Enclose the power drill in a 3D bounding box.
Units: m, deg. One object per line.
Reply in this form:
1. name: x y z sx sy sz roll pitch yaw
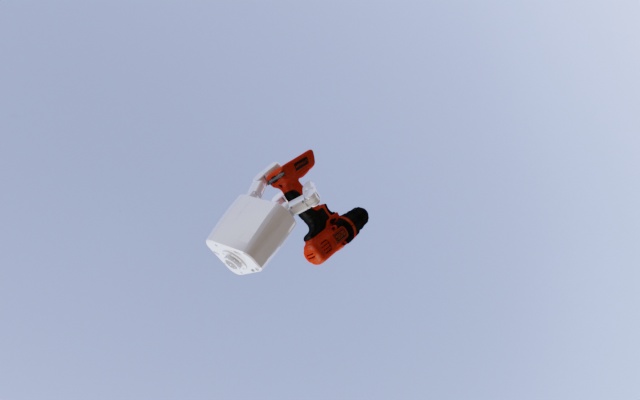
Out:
1. power drill: 0.000 0.003 0.879 0.057 0.187 0.184 -31 3 42
